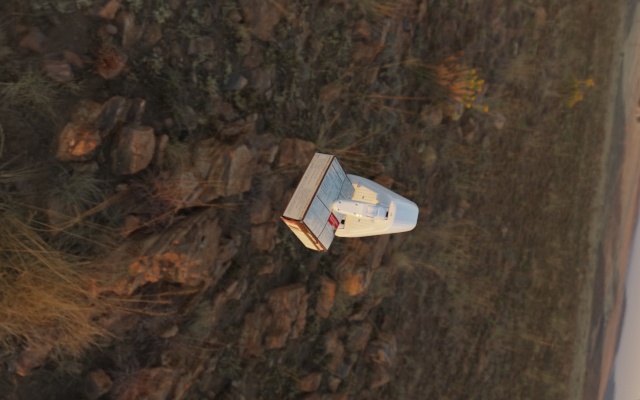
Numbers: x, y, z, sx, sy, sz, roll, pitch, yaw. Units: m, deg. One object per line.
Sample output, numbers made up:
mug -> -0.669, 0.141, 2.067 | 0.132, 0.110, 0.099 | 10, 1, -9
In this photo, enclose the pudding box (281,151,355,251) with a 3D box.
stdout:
pudding box -> 0.000, 0.002, 0.671 | 0.039, 0.113, 0.090 | 9, -28, 32
